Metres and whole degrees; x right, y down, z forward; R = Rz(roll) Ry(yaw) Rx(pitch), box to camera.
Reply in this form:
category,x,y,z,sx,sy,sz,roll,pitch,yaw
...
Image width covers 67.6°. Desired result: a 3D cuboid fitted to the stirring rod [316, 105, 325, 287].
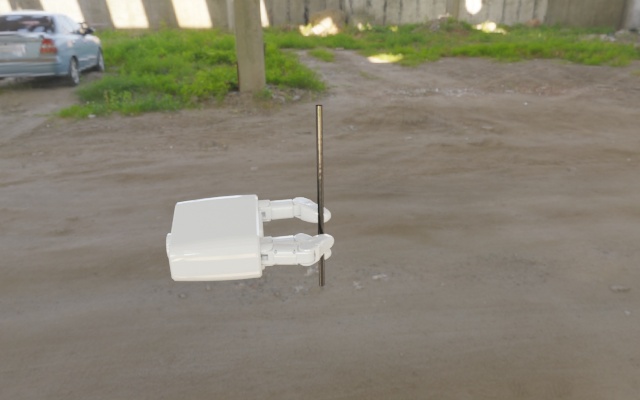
category,x,y,z,sx,sy,sz,roll,pitch,yaw
stirring rod,0.000,0.002,0.595,0.011,0.240,0.011,-1,22,0
